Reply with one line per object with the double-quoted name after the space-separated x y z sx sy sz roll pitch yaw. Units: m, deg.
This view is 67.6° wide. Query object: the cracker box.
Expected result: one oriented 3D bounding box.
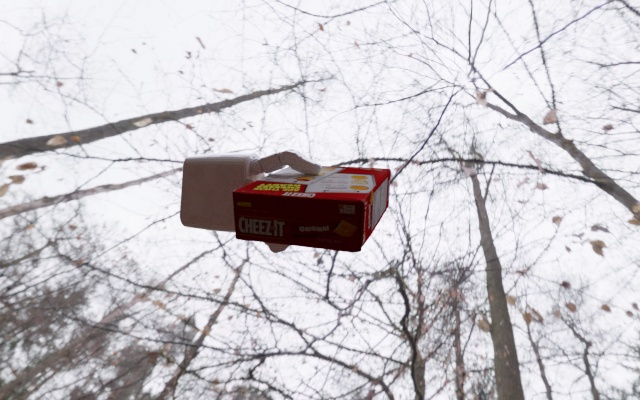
0.000 0.002 0.659 0.164 0.072 0.213 4 15 16 "cracker box"
